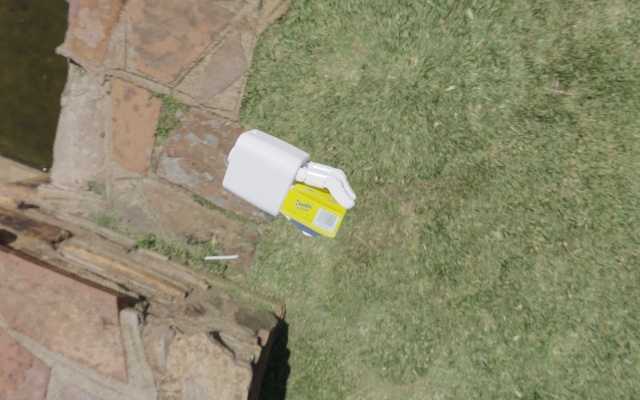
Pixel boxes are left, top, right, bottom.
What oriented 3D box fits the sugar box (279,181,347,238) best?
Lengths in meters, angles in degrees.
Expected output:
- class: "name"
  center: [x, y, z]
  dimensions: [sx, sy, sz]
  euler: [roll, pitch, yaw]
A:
- class: "sugar box"
  center: [0.000, 0.002, 0.788]
  dimensions: [0.093, 0.048, 0.176]
  euler: [27, 17, 2]
